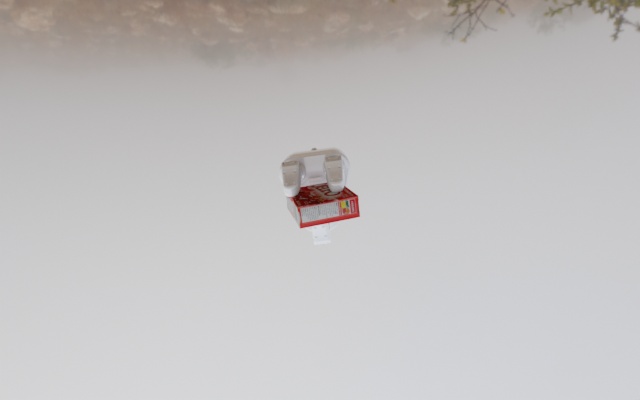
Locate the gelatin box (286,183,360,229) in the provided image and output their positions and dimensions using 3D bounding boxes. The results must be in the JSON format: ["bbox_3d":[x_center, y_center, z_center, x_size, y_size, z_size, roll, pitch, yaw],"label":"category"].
[{"bbox_3d":[0.000,0.002,0.582,0.073,0.030,0.089,-10,17,-11],"label":"gelatin box"}]
